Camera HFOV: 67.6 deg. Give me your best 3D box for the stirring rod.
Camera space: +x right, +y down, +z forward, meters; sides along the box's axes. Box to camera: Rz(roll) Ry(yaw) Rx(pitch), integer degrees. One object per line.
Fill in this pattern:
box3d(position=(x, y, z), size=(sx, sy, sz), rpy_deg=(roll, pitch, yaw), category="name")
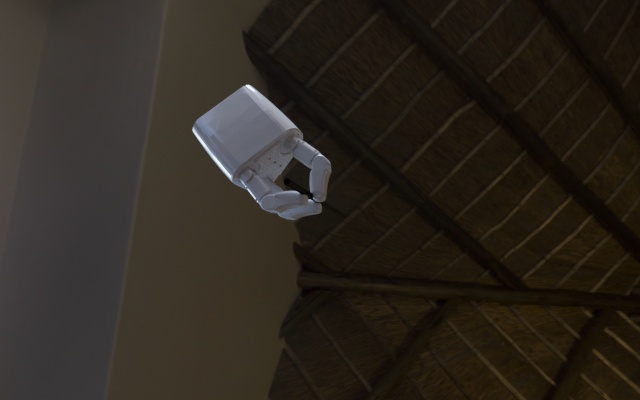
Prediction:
box3d(position=(0.000, 0.002, 0.653), size=(0.011, 0.011, 0.239), rpy_deg=(0, -11, 19), category="stirring rod")
